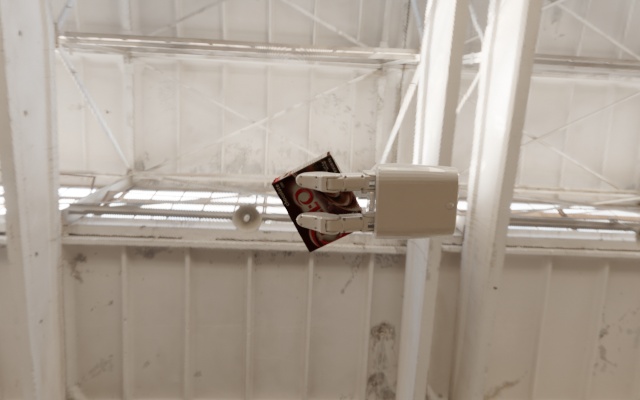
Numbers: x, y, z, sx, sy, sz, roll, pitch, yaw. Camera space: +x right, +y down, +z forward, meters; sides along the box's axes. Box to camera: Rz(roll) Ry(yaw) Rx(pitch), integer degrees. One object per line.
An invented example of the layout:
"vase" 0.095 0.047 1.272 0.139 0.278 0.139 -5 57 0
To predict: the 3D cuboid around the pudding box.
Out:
"pudding box" 0.000 0.002 0.650 0.090 0.113 0.039 -26 11 9
